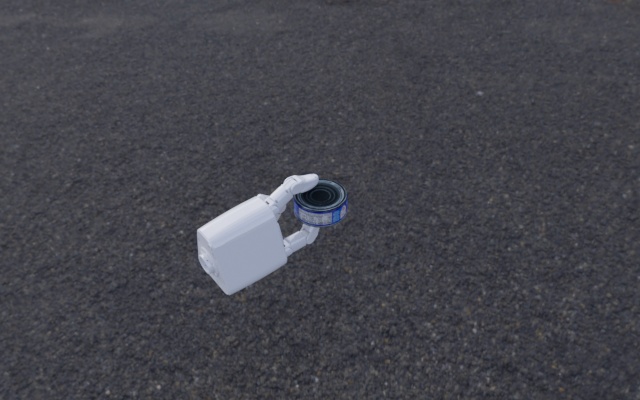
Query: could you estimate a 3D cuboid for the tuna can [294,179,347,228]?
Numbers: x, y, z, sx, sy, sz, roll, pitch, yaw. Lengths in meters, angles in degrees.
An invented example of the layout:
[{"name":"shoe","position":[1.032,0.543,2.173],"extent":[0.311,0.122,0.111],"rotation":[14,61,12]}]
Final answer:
[{"name":"tuna can","position":[0.000,0.002,0.756],"extent":[0.086,0.034,0.086],"rotation":[0,38,0]}]
